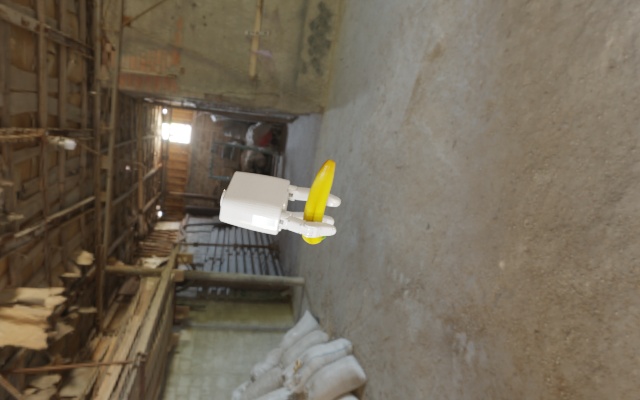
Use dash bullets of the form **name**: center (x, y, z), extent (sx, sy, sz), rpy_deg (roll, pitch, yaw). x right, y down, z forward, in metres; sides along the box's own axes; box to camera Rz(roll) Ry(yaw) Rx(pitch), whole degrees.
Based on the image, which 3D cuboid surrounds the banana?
- **banana**: center (-0.007, 0.017, 0.867), extent (0.037, 0.198, 0.069), rpy_deg (19, 44, 11)
